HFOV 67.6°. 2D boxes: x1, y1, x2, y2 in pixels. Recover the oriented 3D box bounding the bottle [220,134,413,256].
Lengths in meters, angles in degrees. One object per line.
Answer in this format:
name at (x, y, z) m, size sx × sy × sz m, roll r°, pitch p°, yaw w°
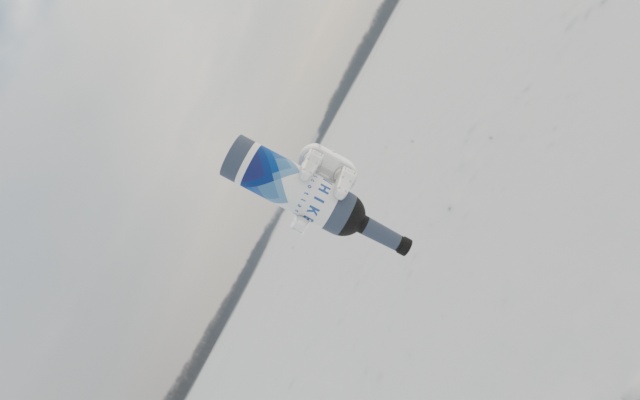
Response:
bottle at (0.000, 0.002, 0.698) m, size 0.296 × 0.069 × 0.069 m, roll 28°, pitch -2°, yaw -4°
